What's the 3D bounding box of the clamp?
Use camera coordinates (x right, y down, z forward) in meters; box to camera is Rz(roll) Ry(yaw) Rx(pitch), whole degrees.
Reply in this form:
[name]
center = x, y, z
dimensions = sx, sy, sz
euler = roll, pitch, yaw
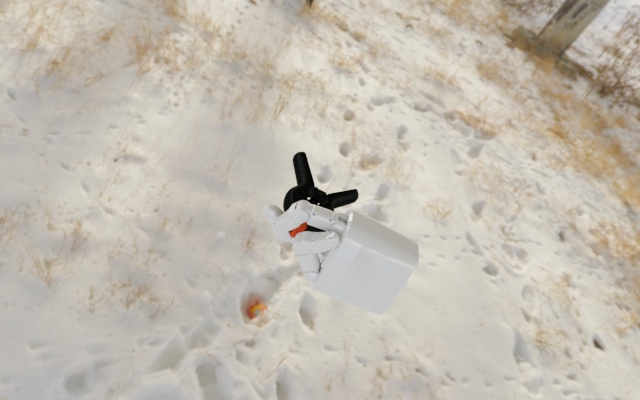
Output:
[clamp]
center = 0.000, 0.002, 0.699
dimensions = 0.120, 0.039, 0.171
euler = 25, 39, -10
